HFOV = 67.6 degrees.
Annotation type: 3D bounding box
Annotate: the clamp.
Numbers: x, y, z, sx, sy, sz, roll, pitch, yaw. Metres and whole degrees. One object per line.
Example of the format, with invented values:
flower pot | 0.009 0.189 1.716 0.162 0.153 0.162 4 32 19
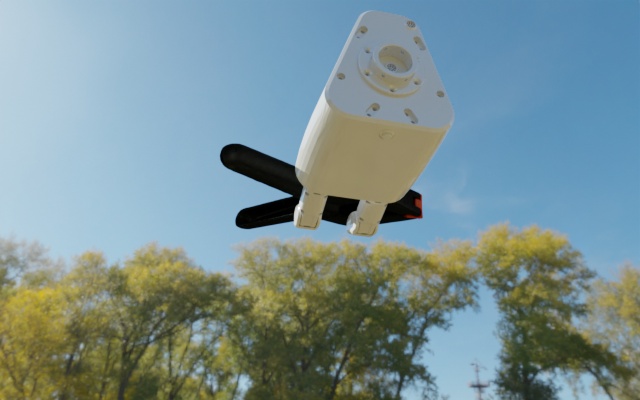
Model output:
clamp | 0.001 0.001 0.504 0.210 0.036 0.165 7 -24 -9
